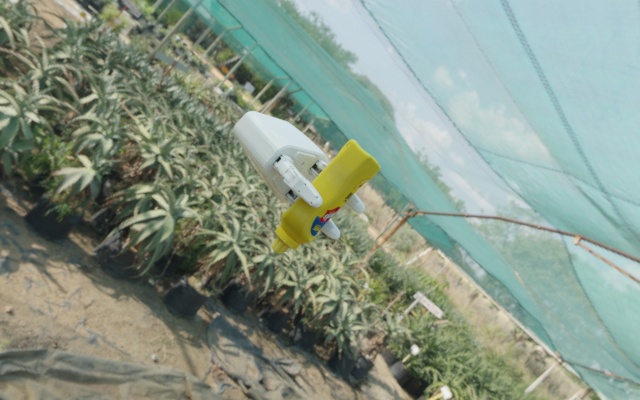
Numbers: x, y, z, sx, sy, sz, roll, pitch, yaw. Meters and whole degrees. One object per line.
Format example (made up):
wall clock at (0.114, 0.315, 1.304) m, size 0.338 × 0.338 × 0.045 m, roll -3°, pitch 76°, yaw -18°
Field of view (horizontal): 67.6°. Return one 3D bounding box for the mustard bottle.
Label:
mustard bottle at (0.001, 0.002, 0.679) m, size 0.058 × 0.191 × 0.096 m, roll 44°, pitch 6°, yaw 9°
